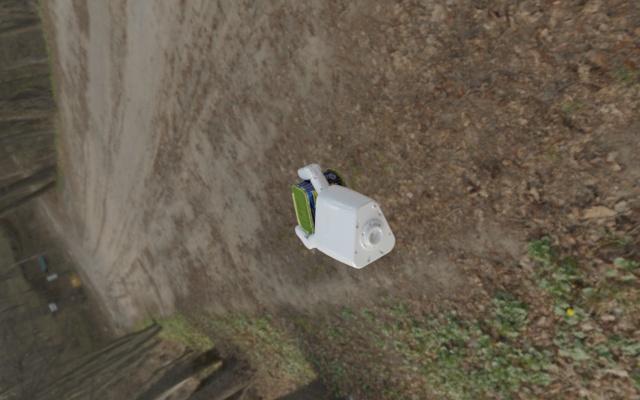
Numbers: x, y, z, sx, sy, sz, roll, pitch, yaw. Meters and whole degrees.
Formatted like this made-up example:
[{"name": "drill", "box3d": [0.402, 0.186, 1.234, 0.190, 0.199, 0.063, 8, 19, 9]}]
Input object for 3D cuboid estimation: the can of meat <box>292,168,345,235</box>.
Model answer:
[{"name": "can of meat", "box3d": [0.000, 0.003, 0.876, 0.084, 0.102, 0.057, -25, 29, -27]}]
